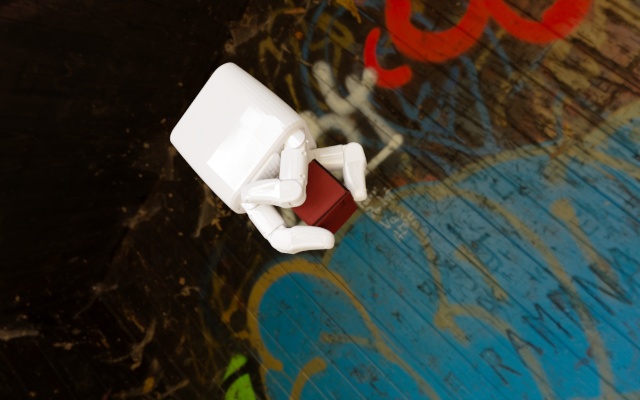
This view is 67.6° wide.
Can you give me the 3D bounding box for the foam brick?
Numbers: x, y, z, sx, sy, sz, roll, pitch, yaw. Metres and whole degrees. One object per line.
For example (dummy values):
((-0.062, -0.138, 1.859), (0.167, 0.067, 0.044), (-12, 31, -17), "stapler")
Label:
((0.000, 0.002, 0.497), (0.051, 0.053, 0.078), (43, -5, 17), "foam brick")
